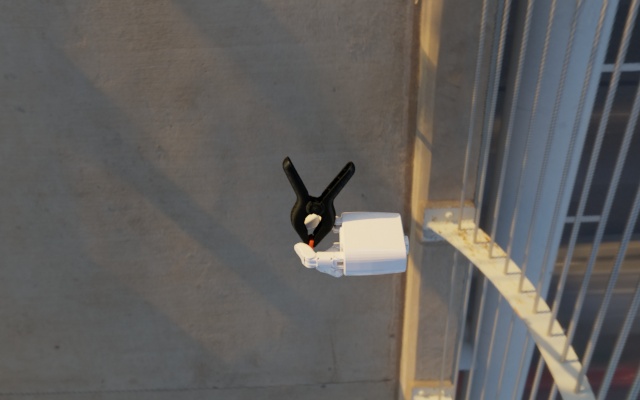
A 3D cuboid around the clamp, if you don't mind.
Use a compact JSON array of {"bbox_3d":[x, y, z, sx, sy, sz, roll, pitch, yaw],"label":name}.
[{"bbox_3d":[0.000,0.003,0.819,0.120,0.171,0.039,-1,28,2],"label":"clamp"}]
